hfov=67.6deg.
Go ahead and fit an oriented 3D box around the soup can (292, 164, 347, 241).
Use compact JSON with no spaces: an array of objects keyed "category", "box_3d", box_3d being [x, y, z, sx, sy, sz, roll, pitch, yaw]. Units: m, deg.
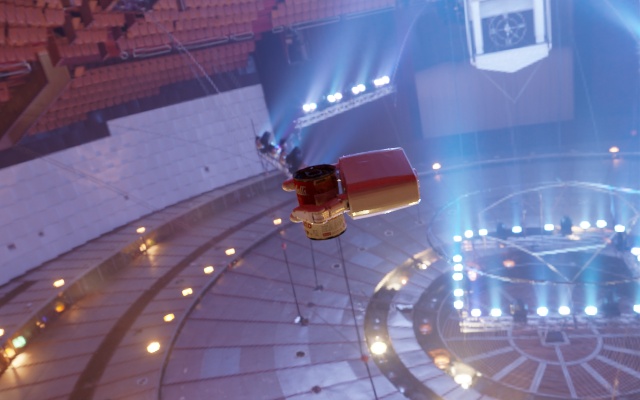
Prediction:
[{"category":"soup can","box_3d":[0.000,0.003,0.740,0.068,0.102,0.068,-10,20,4]}]
